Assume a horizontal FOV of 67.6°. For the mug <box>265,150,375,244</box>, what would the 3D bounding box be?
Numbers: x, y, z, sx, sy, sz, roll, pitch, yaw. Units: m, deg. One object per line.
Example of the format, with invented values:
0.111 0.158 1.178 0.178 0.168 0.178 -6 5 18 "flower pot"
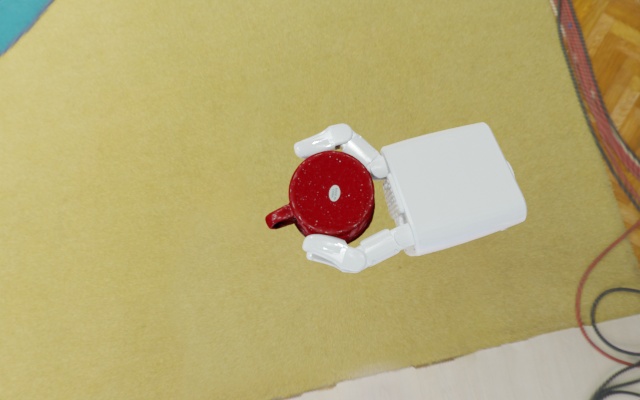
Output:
-0.001 0.002 0.478 0.117 0.093 0.081 -18 -9 -1 "mug"
